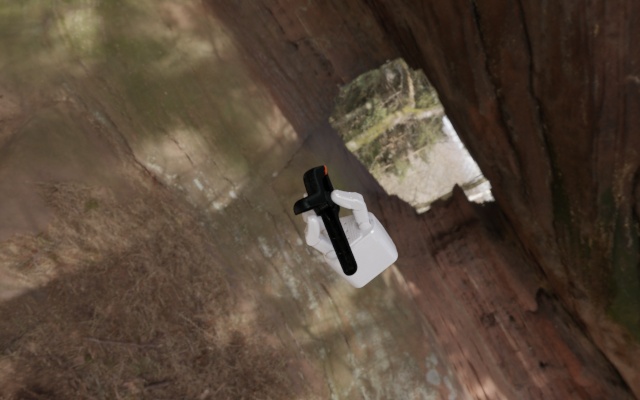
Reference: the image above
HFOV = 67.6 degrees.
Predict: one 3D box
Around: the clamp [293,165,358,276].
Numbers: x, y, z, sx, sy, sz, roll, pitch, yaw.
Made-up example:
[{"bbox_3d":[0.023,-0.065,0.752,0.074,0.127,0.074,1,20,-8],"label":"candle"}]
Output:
[{"bbox_3d":[0.001,0.002,0.780,0.036,0.209,0.165,-26,-49,15],"label":"clamp"}]
